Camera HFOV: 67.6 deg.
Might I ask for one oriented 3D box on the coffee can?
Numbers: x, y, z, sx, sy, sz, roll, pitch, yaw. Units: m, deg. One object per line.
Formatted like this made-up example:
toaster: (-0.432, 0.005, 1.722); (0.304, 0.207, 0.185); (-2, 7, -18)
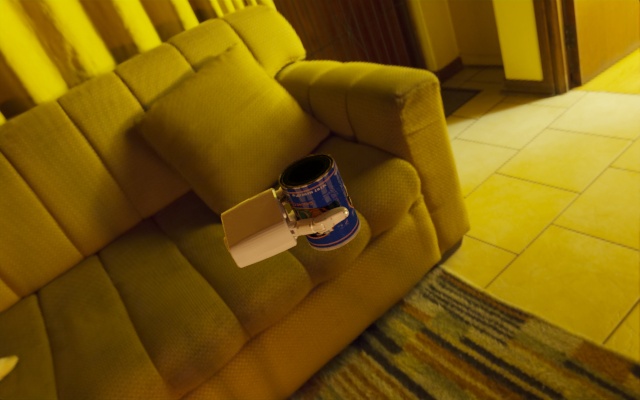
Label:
coffee can: (0.000, 0.003, 0.838); (0.103, 0.140, 0.102); (-18, 31, 11)
